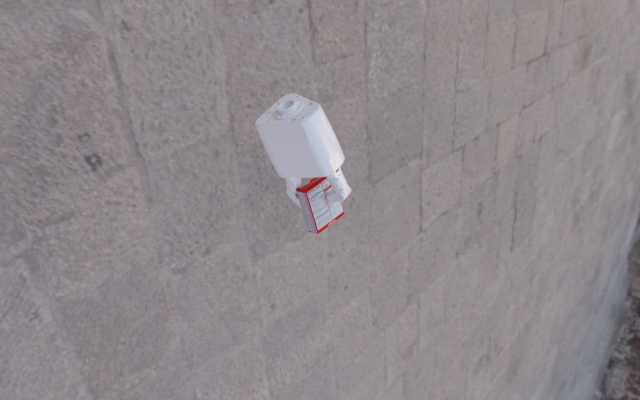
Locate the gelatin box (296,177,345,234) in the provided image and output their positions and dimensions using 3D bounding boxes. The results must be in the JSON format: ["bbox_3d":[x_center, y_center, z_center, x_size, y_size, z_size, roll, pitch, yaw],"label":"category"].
[{"bbox_3d":[0.001,0.003,0.847,0.030,0.089,0.073,11,37,45],"label":"gelatin box"}]
